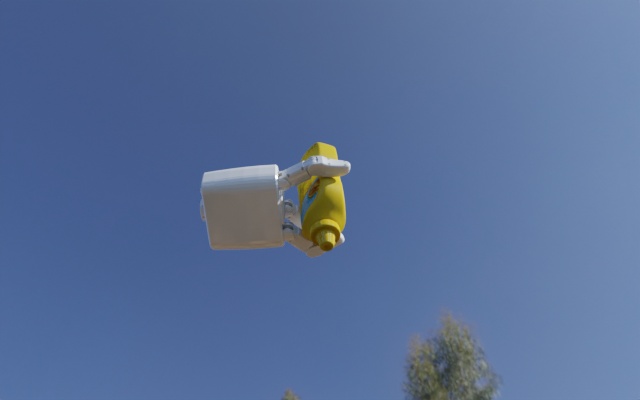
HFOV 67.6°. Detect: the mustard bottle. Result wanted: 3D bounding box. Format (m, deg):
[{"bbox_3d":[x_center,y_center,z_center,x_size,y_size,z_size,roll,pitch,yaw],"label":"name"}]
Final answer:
[{"bbox_3d":[0.000,0.002,0.693,0.058,0.096,0.191,15,34,-16],"label":"mustard bottle"}]
